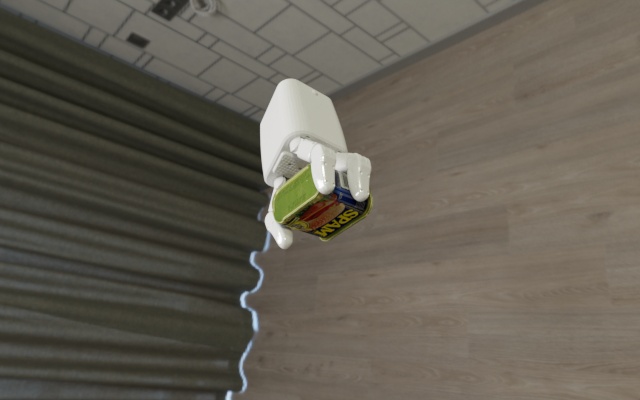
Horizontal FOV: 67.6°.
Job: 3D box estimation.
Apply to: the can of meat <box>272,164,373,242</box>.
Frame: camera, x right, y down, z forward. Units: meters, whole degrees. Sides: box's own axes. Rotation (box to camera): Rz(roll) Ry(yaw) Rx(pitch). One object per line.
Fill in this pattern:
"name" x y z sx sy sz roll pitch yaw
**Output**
"can of meat" 0.000 0.002 0.605 0.084 0.057 0.102 21 -42 -37
